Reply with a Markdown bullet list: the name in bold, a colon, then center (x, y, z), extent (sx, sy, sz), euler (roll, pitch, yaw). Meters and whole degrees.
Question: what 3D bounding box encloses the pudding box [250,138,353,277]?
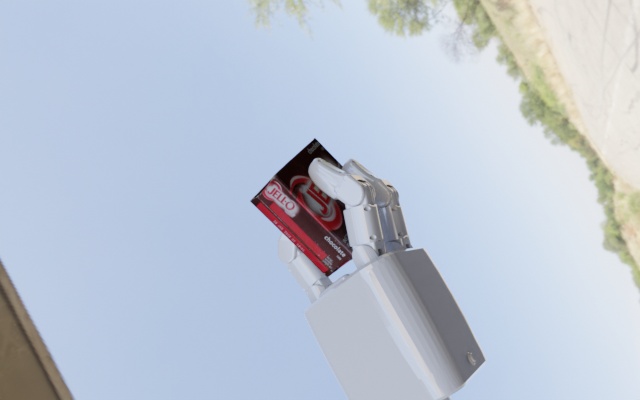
- **pudding box**: center (0.000, 0.002, 0.419), extent (0.039, 0.090, 0.113), euler (-41, 6, 25)
